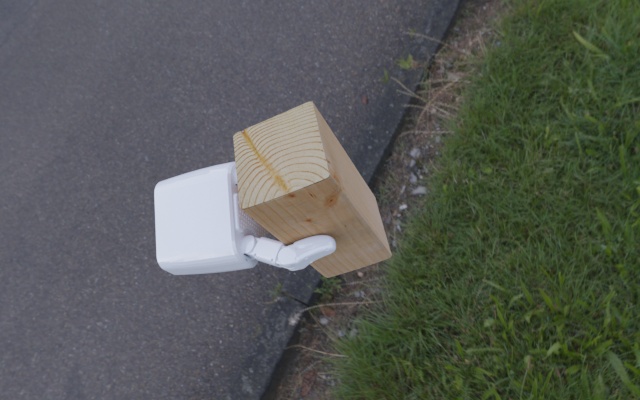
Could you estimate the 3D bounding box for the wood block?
[{"bbox_3d":[0.000,0.002,0.519,0.090,0.090,0.206,-20,-32,15],"label":"wood block"}]
